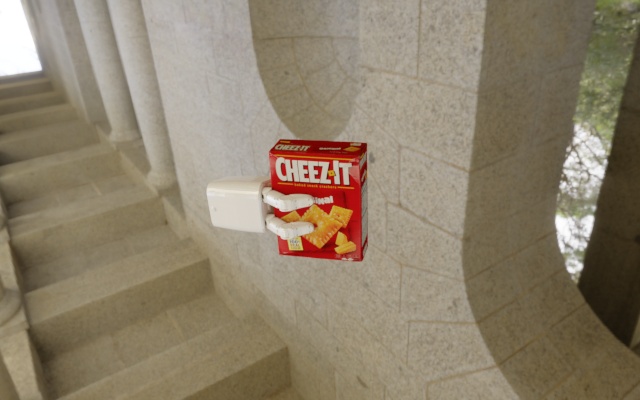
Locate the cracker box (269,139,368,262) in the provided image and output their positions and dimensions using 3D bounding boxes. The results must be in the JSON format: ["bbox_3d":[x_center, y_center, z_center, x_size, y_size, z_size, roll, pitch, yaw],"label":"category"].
[{"bbox_3d":[0.000,0.003,0.866,0.164,0.214,0.072,4,28,14],"label":"cracker box"}]
